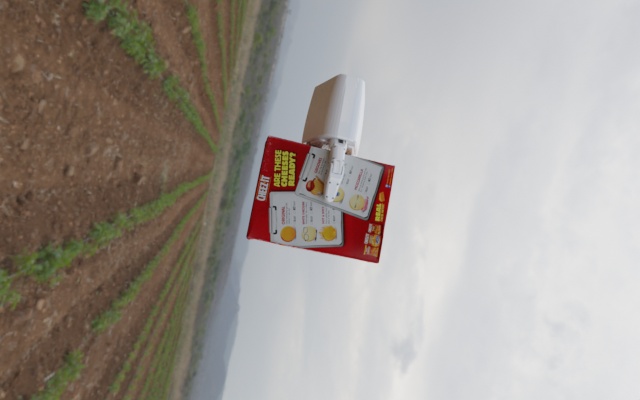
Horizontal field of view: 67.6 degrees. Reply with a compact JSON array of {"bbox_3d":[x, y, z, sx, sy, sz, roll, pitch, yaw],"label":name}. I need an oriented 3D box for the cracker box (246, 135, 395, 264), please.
[{"bbox_3d":[0.000,0.003,0.775,0.214,0.164,0.072,12,-9,-10],"label":"cracker box"}]
